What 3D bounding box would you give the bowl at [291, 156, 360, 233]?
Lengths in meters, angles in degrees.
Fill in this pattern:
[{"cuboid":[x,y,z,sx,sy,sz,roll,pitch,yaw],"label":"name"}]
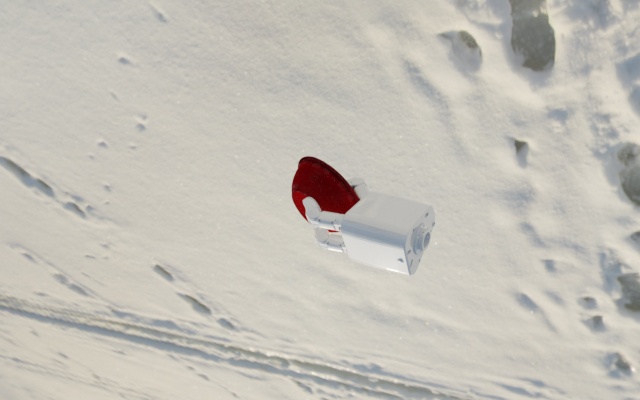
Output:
[{"cuboid":[-0.001,0.003,0.838,0.055,0.162,0.162,-41,18,-22],"label":"bowl"}]
